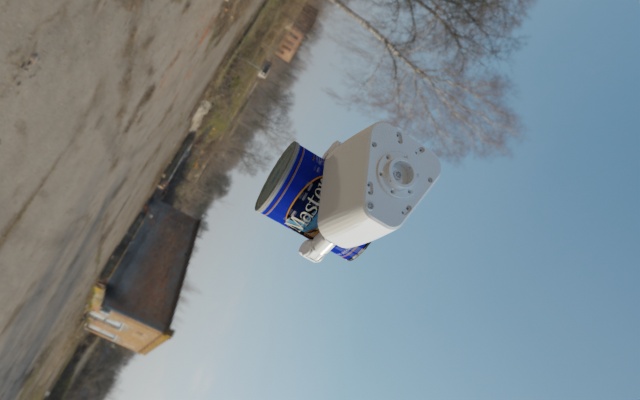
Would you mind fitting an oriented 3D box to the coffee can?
[{"bbox_3d":[0.000,0.002,0.624,0.140,0.103,0.103,30,-8,-14],"label":"coffee can"}]
